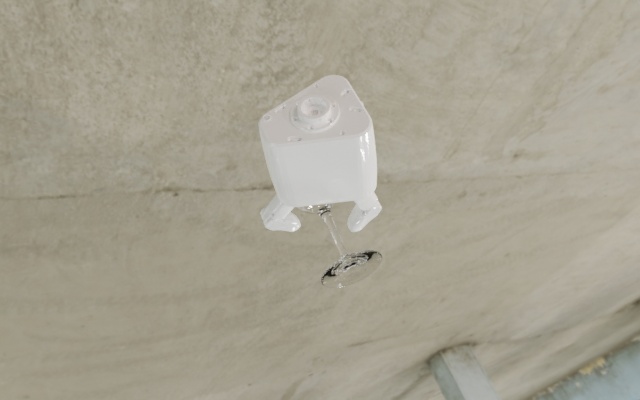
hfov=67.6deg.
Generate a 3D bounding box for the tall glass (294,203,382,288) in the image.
[{"bbox_3d":[0.000,0.003,0.587,0.079,0.201,0.079,-17,-33,-12],"label":"tall glass"}]
